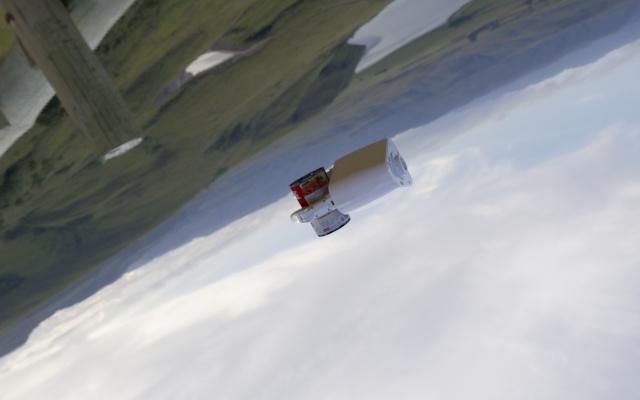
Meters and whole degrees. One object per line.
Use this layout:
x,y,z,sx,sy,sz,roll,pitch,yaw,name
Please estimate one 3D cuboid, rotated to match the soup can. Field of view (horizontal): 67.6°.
0.000,0.003,0.818,0.068,0.102,0.068,-28,9,5,soup can
